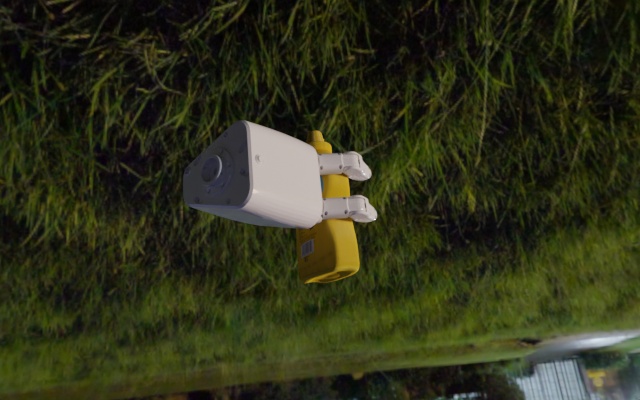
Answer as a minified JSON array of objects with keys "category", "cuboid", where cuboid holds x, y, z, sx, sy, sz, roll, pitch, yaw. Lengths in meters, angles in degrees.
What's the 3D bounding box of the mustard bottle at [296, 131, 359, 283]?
[{"category":"mustard bottle","cuboid":[0.000,0.002,0.597,0.058,0.191,0.096,4,-20,-28]}]
